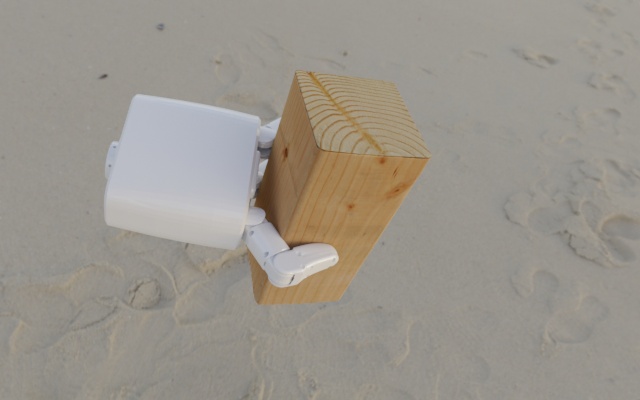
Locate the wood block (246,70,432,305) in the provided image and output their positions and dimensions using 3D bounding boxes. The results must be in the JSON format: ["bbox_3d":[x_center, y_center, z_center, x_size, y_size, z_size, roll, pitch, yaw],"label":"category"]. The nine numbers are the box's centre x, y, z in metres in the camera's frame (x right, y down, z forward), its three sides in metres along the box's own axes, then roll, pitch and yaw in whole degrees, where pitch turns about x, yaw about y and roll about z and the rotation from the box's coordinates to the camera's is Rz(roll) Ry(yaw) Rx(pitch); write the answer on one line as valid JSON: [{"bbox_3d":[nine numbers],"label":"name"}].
[{"bbox_3d":[0.000,0.002,0.424,0.090,0.090,0.206,2,-41,-21],"label":"wood block"}]
